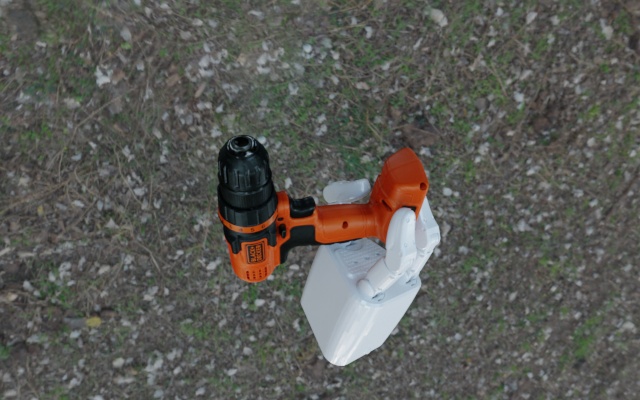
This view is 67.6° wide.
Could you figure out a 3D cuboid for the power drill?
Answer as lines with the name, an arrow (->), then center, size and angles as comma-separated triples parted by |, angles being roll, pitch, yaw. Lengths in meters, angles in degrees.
power drill -> 0.001, 0.002, 0.445 | 0.187, 0.057, 0.185 | -9, -36, -11
